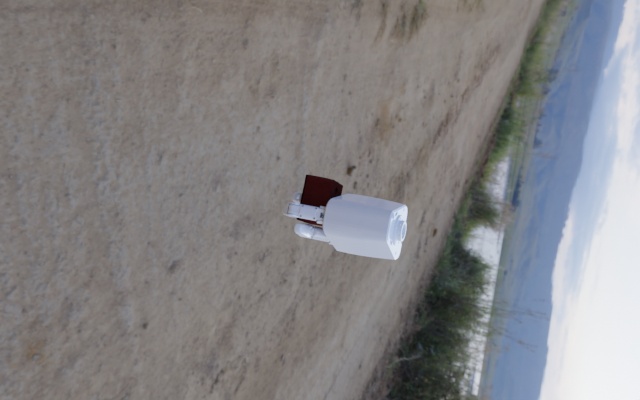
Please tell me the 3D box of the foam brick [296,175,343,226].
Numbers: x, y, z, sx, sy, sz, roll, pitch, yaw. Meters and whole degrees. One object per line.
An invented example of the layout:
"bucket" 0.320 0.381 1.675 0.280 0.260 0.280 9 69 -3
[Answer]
"foam brick" 0.000 0.002 0.797 0.051 0.078 0.053 9 -6 23
